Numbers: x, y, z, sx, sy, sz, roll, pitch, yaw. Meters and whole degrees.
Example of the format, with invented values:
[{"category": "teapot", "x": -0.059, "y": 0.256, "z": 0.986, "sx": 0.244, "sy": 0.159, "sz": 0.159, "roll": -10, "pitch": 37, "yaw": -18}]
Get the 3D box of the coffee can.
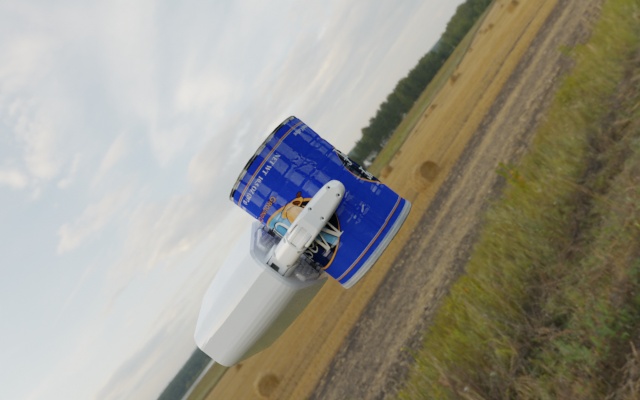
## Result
[{"category": "coffee can", "x": 0.000, "y": 0.001, "z": 0.458, "sx": 0.140, "sy": 0.103, "sz": 0.103, "roll": 37, "pitch": 1, "yaw": 1}]
